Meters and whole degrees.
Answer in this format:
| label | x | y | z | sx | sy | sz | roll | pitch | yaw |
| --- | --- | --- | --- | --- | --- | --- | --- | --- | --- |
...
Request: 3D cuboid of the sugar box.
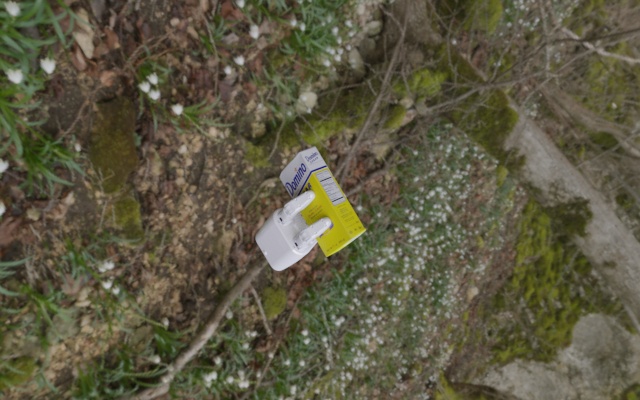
| label | x | y | z | sx | sy | sz | roll | pitch | yaw |
| --- | --- | --- | --- | --- | --- | --- | --- | --- | --- |
| sugar box | 0.000 | 0.003 | 0.847 | 0.048 | 0.176 | 0.093 | -27 | -10 | -39 |
